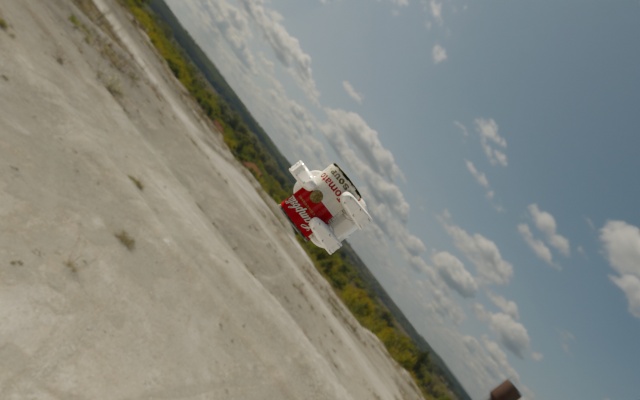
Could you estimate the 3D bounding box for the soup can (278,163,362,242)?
[{"bbox_3d":[0.000,0.002,0.685,0.102,0.068,0.068,-38,0,-1],"label":"soup can"}]
